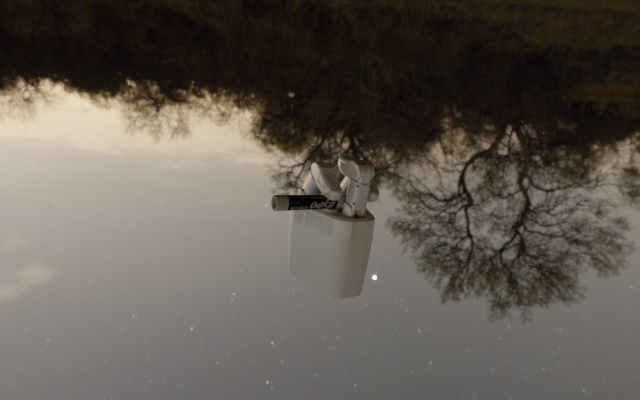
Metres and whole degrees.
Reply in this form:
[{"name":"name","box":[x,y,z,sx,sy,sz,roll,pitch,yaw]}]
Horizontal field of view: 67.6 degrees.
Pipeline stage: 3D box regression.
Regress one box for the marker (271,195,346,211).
[{"name":"marker","box":[0.000,0.002,0.575,0.121,0.020,0.020,-1,1,-28]}]
